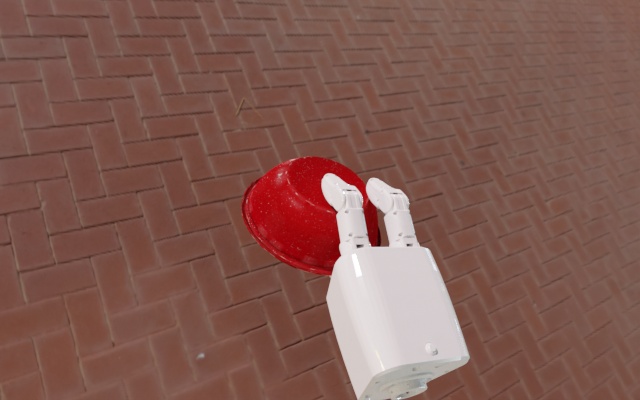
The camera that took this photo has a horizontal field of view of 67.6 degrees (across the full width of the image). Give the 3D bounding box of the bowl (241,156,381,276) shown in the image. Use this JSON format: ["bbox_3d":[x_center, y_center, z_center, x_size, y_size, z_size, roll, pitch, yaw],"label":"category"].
[{"bbox_3d":[0.000,0.000,0.514,0.162,0.055,0.162,14,38,-12],"label":"bowl"}]
